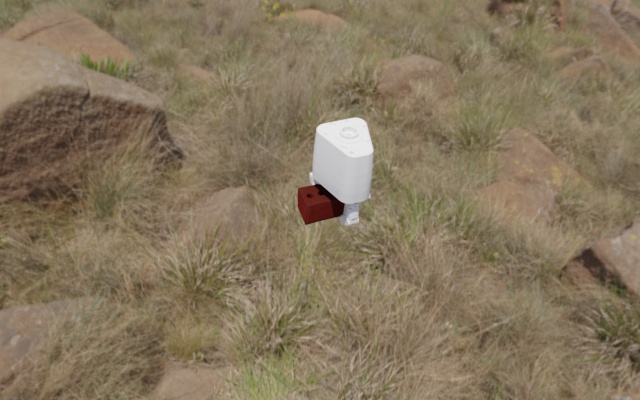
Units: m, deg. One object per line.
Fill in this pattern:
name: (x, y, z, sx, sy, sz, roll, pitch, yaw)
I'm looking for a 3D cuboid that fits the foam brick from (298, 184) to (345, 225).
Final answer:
foam brick: (0.000, 0.003, 0.899, 0.078, 0.051, 0.053, -14, 48, -17)
